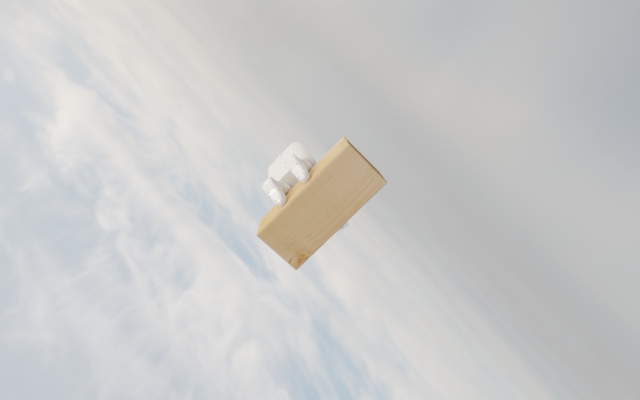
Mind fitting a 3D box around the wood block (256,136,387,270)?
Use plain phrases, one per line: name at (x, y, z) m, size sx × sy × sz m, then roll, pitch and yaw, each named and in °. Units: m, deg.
wood block at (0.000, 0.003, 0.792) m, size 0.091 × 0.206 × 0.090 m, roll 43°, pitch 10°, yaw -12°
